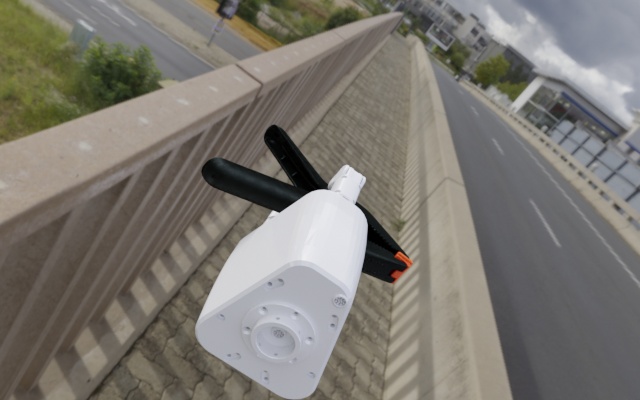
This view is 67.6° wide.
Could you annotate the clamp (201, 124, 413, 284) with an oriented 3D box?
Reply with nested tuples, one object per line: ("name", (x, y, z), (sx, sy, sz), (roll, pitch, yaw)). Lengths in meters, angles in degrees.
("clamp", (0.001, 0.001, 0.471), (0.210, 0.036, 0.164), (35, 25, -7))
